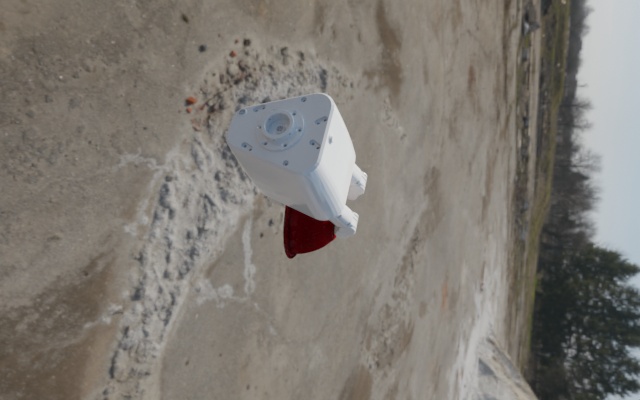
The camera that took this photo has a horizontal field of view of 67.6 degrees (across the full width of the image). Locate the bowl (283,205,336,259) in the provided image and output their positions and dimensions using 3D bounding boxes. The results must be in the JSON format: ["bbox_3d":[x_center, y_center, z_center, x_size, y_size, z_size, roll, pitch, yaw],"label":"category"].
[{"bbox_3d":[0.001,0.002,0.630,0.055,0.162,0.162,10,2,9],"label":"bowl"}]
